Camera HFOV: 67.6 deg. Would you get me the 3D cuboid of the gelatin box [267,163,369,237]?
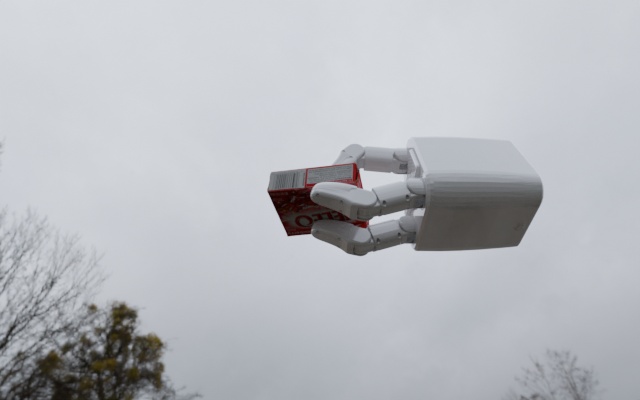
[{"bbox_3d":[0.000,0.001,0.477,0.089,0.030,0.073,-5,-41,12],"label":"gelatin box"}]
